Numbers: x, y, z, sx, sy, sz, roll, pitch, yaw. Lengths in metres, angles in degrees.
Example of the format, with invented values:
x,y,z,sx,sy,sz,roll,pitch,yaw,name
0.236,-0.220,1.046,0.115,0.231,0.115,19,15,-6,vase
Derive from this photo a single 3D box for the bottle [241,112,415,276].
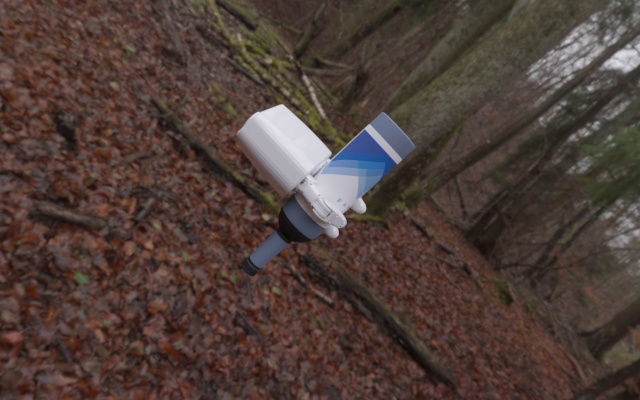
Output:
x,y,z,sx,sy,sz,roll,pitch,yaw,name
0.000,0.002,0.673,0.296,0.069,0.069,-43,-9,9,bottle
